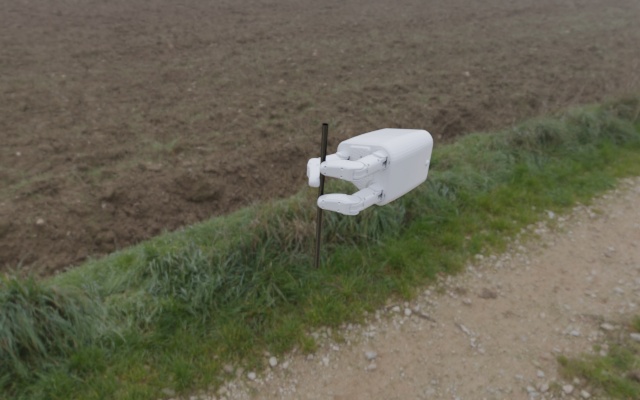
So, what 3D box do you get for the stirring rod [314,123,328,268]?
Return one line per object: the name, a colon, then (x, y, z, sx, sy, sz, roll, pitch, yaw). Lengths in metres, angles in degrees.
stirring rod: (0.000, 0.002, 0.691, 0.011, 0.240, 0.011, 3, 32, -2)
